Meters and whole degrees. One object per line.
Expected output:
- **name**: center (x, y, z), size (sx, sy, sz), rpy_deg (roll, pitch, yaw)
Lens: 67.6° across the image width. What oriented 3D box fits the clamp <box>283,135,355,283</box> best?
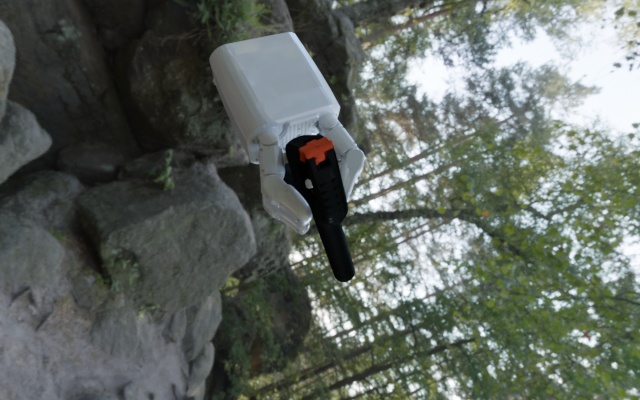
- **clamp**: center (0.001, 0.001, 0.494), size (0.036, 0.164, 0.210), rpy_deg (-27, -12, -11)
